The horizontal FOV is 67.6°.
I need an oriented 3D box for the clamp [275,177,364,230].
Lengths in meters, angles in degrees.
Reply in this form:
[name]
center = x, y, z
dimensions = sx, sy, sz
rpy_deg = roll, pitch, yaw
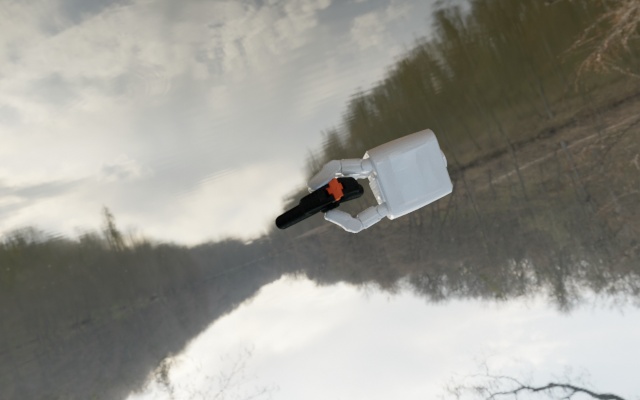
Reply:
[clamp]
center = 0.001, 0.003, 0.743
dimensions = 0.164, 0.036, 0.210
rpy_deg = -24, -5, -3
